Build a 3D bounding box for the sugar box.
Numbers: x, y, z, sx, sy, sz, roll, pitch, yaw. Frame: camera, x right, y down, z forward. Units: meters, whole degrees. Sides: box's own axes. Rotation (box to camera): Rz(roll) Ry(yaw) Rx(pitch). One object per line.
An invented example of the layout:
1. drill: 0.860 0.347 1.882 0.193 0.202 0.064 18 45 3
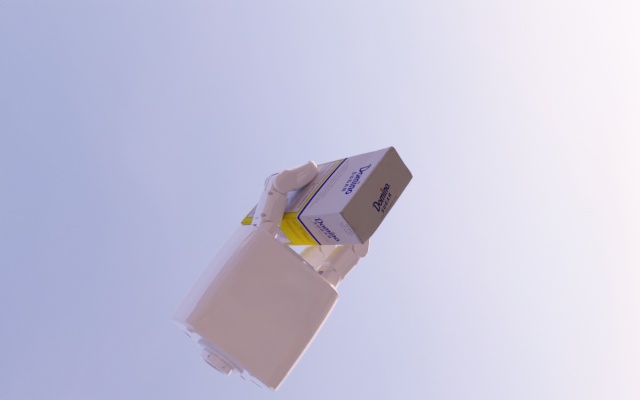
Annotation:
1. sugar box: 0.000 0.002 0.487 0.176 0.048 0.093 -4 39 52
